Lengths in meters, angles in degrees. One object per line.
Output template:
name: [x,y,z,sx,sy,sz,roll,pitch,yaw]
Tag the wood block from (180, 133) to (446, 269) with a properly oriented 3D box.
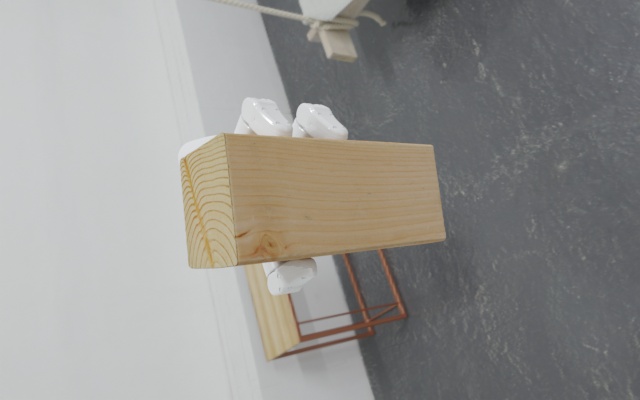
wood block: [0.000,0.002,0.404,0.206,0.091,0.090,-2,-7,-36]
